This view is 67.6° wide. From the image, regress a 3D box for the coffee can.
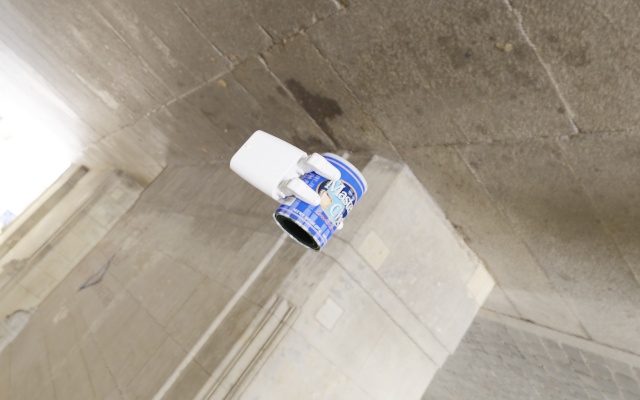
[{"bbox_3d":[0.000,0.003,0.827,0.103,0.140,0.103,34,-20,14],"label":"coffee can"}]
